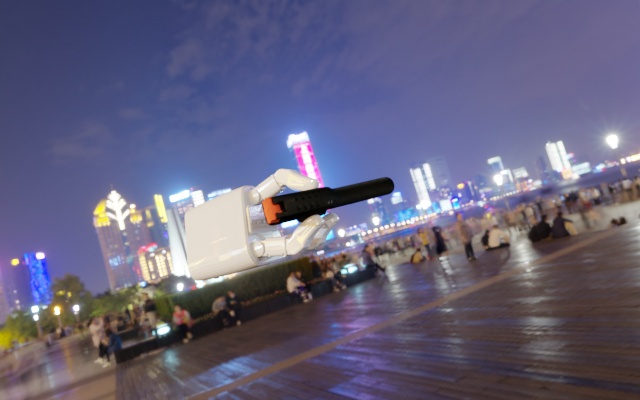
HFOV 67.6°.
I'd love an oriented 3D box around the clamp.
[{"bbox_3d":[-0.001,0.001,0.621,0.164,0.036,0.210,-20,-6,21],"label":"clamp"}]
